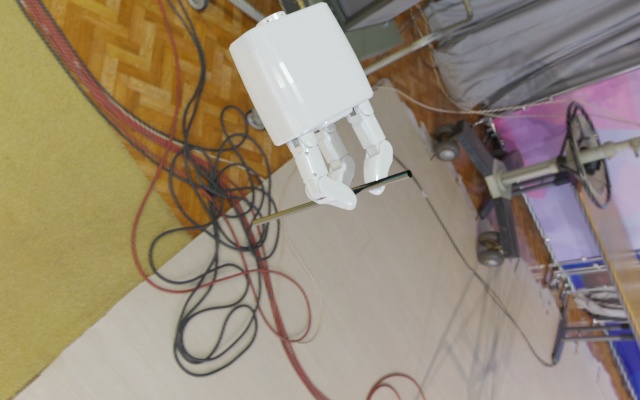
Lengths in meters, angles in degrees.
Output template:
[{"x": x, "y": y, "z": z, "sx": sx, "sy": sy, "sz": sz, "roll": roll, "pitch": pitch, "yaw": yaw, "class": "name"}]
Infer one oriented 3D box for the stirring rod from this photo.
[{"x": 0.000, "y": 0.002, "z": 0.531, "sx": 0.011, "sy": 0.011, "sz": 0.239, "roll": 0, "pitch": -13, "yaw": -46, "class": "stirring rod"}]
